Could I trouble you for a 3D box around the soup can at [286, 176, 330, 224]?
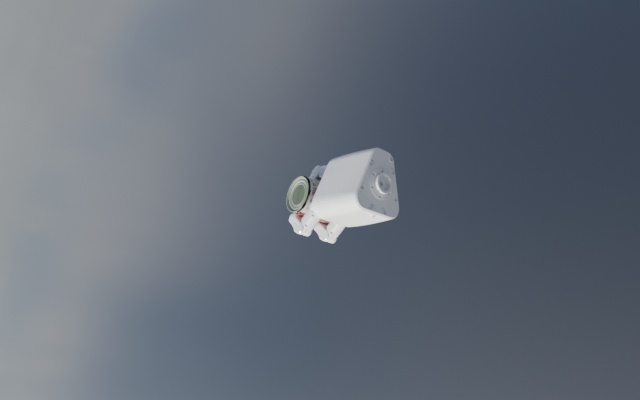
[{"bbox_3d":[0.000,0.003,0.835,0.102,0.068,0.068,19,-11,-34],"label":"soup can"}]
